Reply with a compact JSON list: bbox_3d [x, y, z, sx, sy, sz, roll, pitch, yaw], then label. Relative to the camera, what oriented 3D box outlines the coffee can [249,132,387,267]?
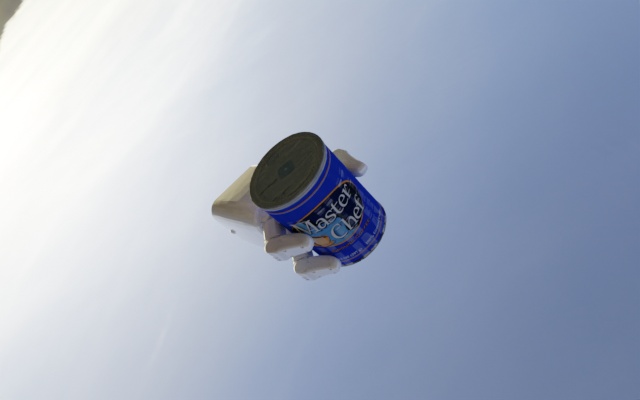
[{"bbox_3d":[0.000,0.002,0.565,0.103,0.102,0.140,0,-32,41],"label":"coffee can"}]
